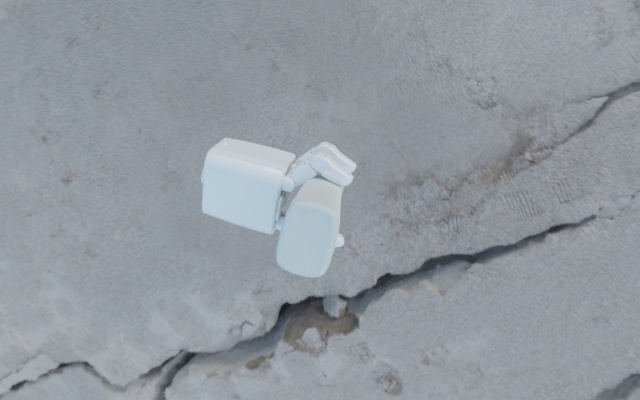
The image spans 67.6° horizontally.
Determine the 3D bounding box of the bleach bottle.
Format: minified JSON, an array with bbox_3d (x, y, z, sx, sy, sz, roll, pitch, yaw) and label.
[{"bbox_3d":[0.000,0.002,0.675,0.068,0.103,0.250,16,22,2],"label":"bleach bottle"}]
